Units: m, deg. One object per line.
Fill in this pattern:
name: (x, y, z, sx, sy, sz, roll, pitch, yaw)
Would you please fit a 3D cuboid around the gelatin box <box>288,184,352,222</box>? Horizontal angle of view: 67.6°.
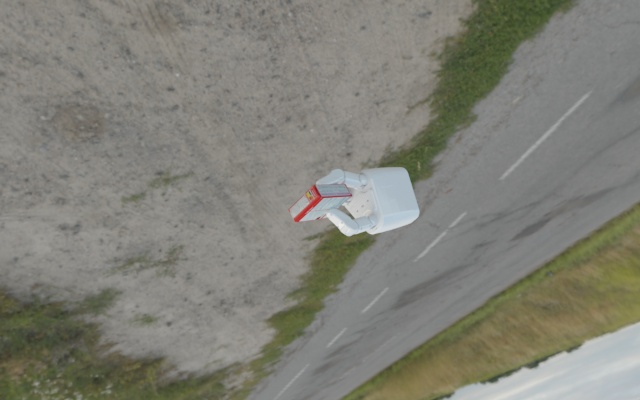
gelatin box: (0.000, 0.003, 0.816, 0.089, 0.030, 0.073, -5, -30, -51)
